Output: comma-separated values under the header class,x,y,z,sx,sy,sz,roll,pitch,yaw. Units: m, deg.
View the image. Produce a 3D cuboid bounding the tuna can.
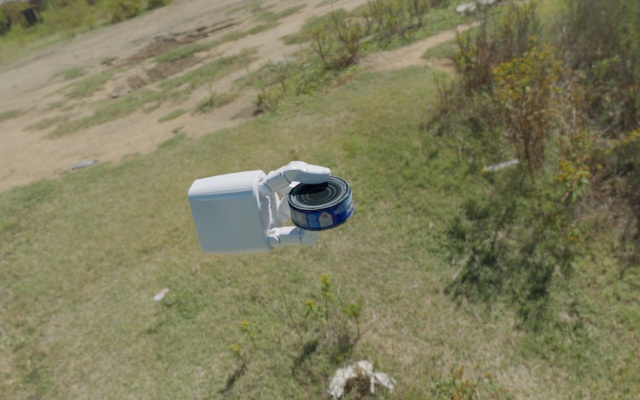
class,x,y,z,sx,sy,sz,roll,pitch,yaw
tuna can,0.000,0.002,0.632,0.086,0.034,0.086,-8,32,5
